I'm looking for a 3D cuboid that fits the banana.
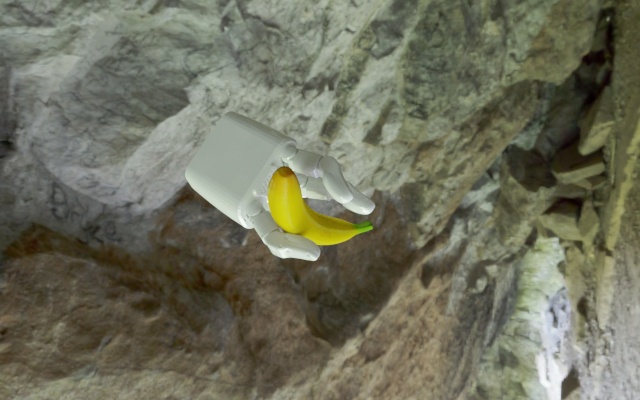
[{"bbox_3d":[-0.012,0.014,0.527,0.069,0.037,0.198,-40,-31,13],"label":"banana"}]
